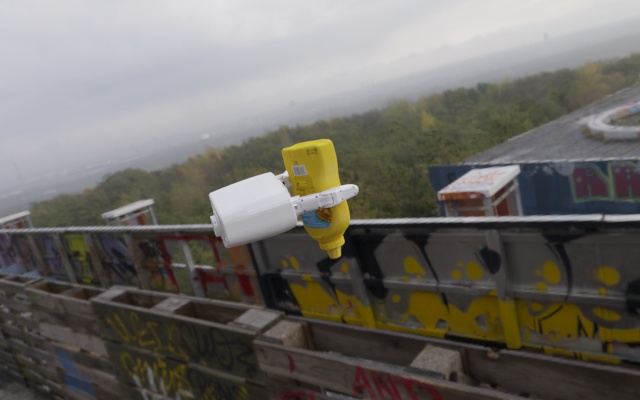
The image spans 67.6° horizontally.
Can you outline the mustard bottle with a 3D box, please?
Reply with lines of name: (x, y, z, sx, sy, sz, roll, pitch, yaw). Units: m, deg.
mustard bottle: (0.000, 0.002, 0.760, 0.058, 0.192, 0.096, -25, 16, -39)
